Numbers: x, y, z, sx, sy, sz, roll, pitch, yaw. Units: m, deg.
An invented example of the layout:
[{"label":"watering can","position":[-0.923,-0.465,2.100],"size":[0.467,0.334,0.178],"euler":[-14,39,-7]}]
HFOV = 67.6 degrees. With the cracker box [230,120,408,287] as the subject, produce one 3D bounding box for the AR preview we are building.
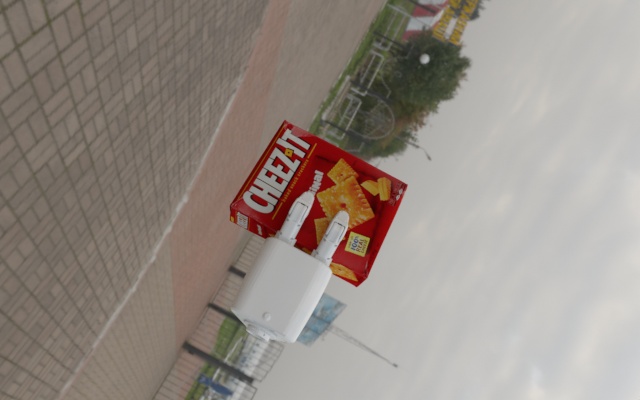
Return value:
[{"label":"cracker box","position":[0.000,0.002,0.700],"size":[0.213,0.164,0.072],"euler":[28,-24,1]}]
